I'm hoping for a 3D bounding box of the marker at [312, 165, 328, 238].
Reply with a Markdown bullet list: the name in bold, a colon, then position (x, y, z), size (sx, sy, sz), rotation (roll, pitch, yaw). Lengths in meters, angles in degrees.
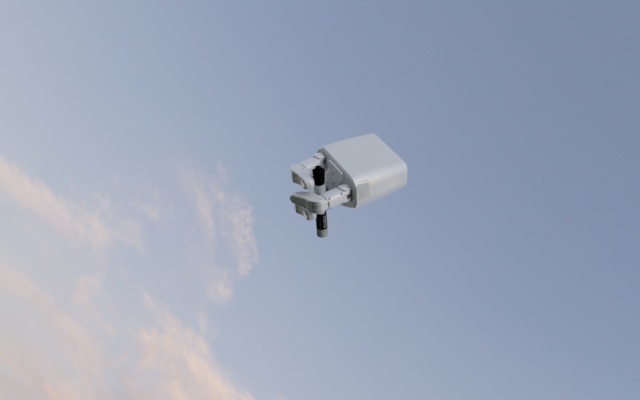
- **marker**: position (0.000, 0.002, 0.723), size (0.020, 0.121, 0.020), rotation (-3, 31, 2)
